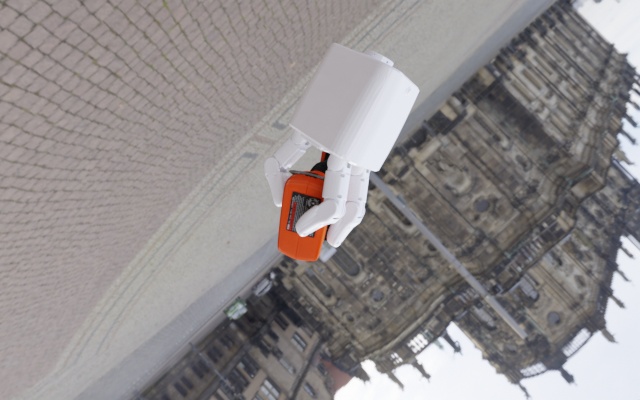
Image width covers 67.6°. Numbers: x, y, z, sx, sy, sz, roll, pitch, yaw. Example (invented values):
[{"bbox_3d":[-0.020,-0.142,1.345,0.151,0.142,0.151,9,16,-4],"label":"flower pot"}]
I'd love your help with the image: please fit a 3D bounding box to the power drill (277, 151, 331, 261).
[{"bbox_3d":[0.000,0.002,0.628,0.057,0.184,0.187,13,25,10],"label":"power drill"}]
